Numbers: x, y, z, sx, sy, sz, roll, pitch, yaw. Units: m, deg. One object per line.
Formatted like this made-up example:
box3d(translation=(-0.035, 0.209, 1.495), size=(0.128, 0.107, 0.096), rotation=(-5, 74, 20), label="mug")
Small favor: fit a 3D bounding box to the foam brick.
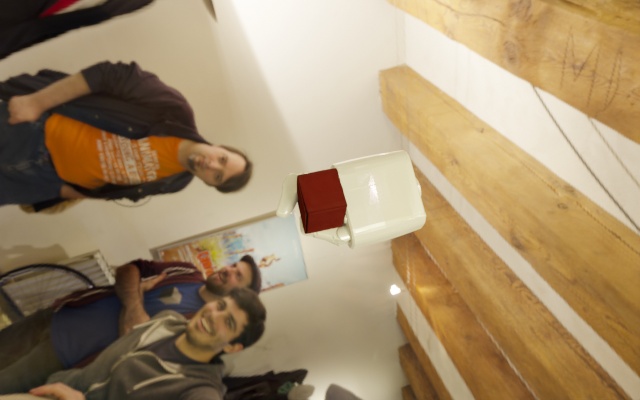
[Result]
box3d(translation=(0.000, 0.002, 0.599), size=(0.051, 0.053, 0.078), rotation=(-11, -21, -7), label="foam brick")
